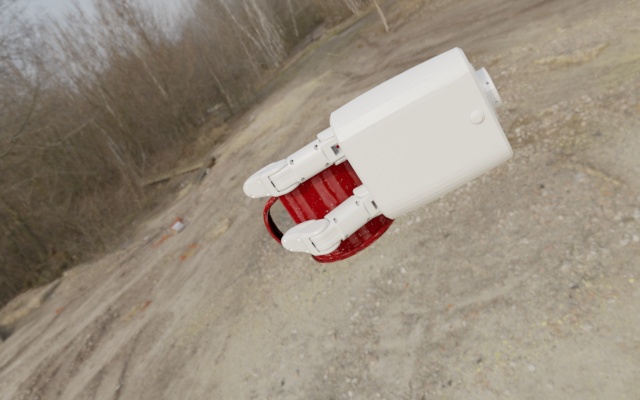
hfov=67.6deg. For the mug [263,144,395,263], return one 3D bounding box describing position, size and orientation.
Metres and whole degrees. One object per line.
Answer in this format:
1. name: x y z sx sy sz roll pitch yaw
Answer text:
1. mug: -0.001 0.002 0.439 0.117 0.081 0.093 -27 19 19
